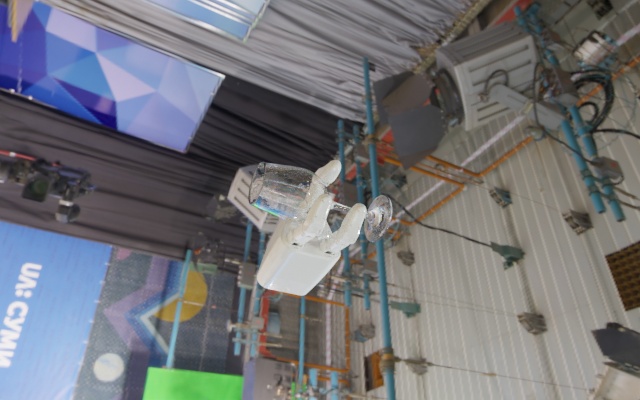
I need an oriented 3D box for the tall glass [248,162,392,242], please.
[{"bbox_3d":[0.001,0.002,0.692,0.201,0.079,0.079,17,-7,-23],"label":"tall glass"}]
